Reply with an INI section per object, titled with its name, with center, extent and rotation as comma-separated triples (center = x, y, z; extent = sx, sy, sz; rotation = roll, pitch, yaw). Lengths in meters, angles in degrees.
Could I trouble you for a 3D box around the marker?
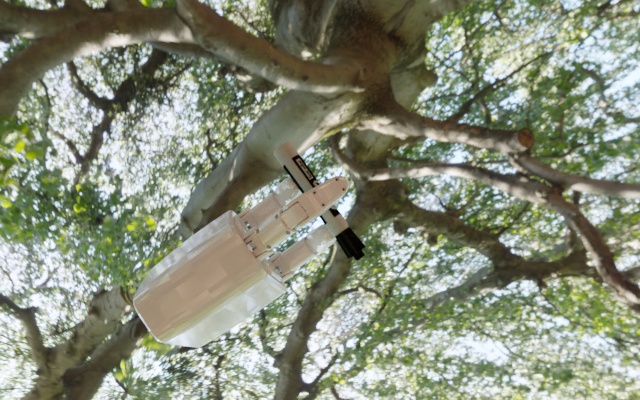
[marker]
center = 0.000, 0.001, 0.421
extent = 0.020, 0.121, 0.020
rotation = -35, -5, -4
